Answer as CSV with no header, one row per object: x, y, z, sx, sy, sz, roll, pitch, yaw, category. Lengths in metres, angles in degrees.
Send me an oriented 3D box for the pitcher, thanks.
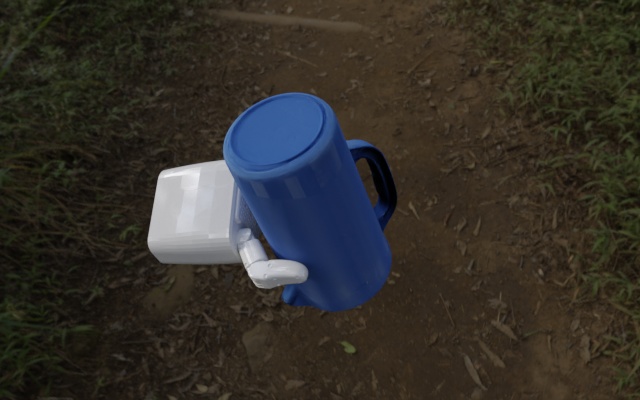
0.000,0.002,0.515,0.145,0.149,0.243,-5,-38,15,pitcher
